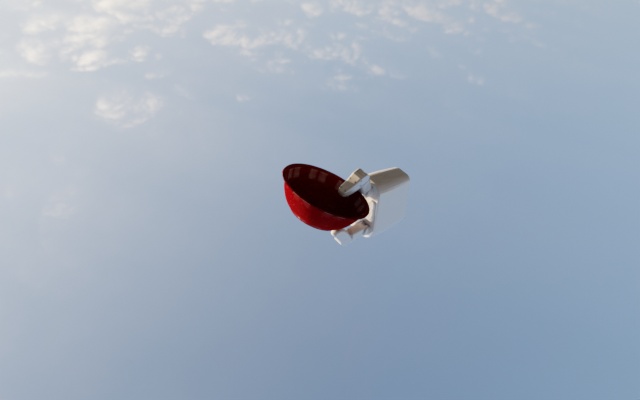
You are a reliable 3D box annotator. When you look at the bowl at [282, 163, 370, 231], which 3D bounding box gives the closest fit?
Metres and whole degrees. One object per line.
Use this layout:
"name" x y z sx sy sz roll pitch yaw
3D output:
"bowl" -0.001 0.003 0.811 0.162 0.055 0.162 23 25 -11
